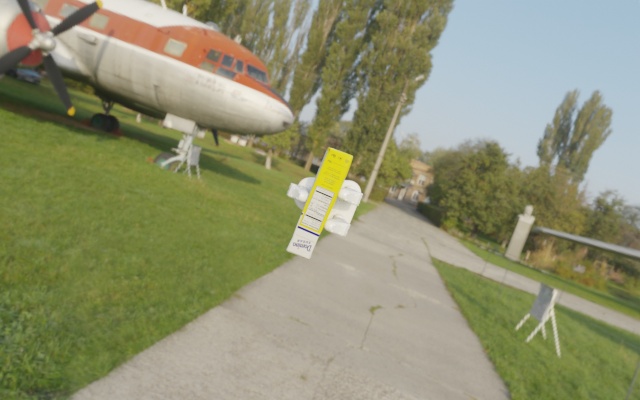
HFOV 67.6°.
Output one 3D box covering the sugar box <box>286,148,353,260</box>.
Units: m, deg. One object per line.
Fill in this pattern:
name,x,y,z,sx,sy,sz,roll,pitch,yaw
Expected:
sugar box,0.001,0.003,0.777,0.048,0.176,0.093,20,5,1
